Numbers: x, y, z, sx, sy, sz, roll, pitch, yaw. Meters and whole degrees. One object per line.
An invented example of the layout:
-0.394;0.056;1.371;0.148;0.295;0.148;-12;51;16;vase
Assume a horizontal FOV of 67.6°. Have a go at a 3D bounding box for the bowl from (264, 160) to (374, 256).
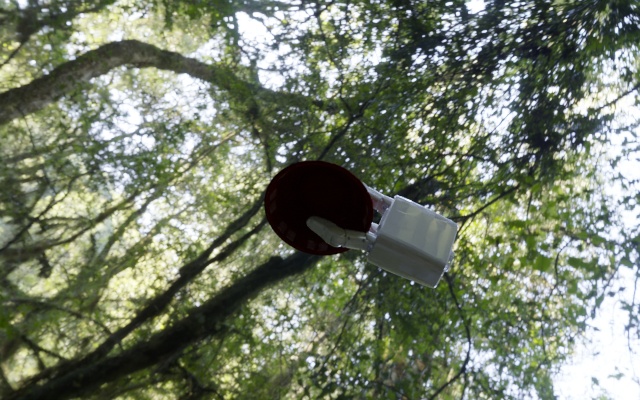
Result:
-0.001;0.001;0.714;0.162;0.162;0.055;0;31;10;bowl
